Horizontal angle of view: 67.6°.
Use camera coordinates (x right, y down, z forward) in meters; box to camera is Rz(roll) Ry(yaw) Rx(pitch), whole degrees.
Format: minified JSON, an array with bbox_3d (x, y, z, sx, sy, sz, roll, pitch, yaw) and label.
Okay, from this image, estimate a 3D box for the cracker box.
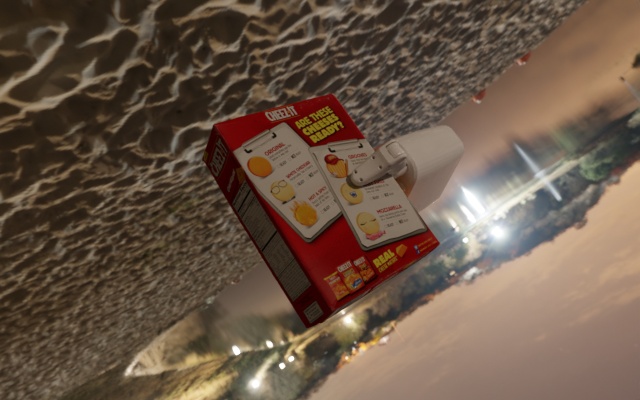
[{"bbox_3d":[0.000,0.002,0.507,0.164,0.213,0.072,-23,-18,-37],"label":"cracker box"}]
